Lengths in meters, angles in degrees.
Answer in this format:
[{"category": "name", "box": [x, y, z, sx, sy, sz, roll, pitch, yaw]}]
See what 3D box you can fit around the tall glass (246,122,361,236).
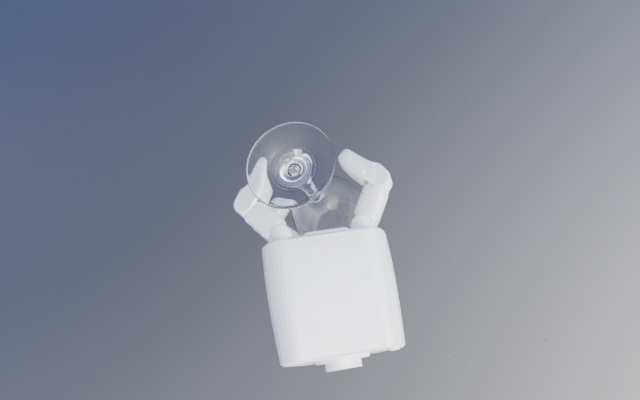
[{"category": "tall glass", "box": [0.000, 0.001, 0.469, 0.079, 0.079, 0.201, 0, -17, 15]}]
